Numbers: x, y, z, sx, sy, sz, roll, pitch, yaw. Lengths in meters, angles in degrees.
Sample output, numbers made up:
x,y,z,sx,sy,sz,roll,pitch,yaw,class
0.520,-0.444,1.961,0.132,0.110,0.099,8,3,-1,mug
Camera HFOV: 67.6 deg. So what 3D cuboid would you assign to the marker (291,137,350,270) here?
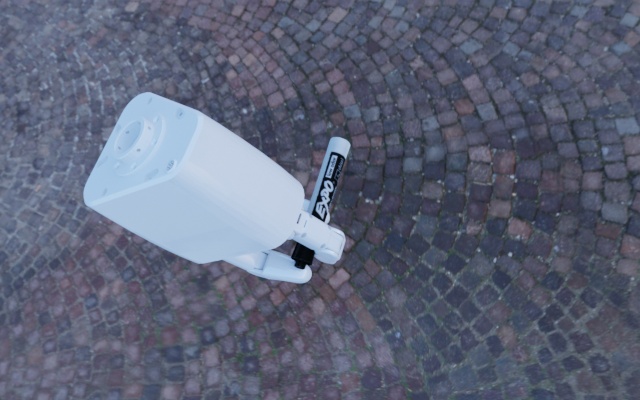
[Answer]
x,y,z,sx,sy,sz,roll,pitch,yaw,class
0.000,0.001,0.413,0.020,0.121,0.020,16,-18,6,marker
